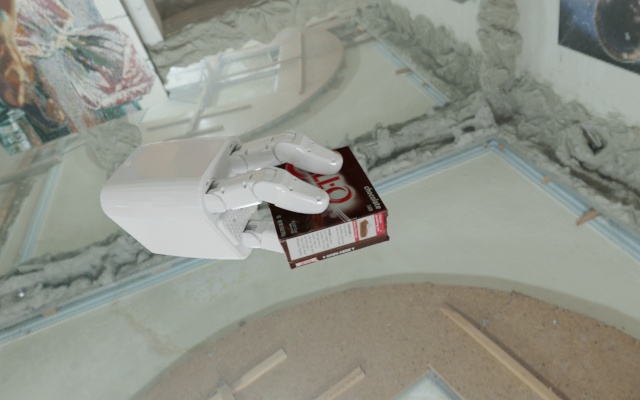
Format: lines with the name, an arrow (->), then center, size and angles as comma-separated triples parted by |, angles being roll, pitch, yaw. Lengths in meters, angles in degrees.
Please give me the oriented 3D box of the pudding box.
pudding box -> 0.000, 0.002, 0.421 | 0.090, 0.039, 0.113 | -17, 39, -6
